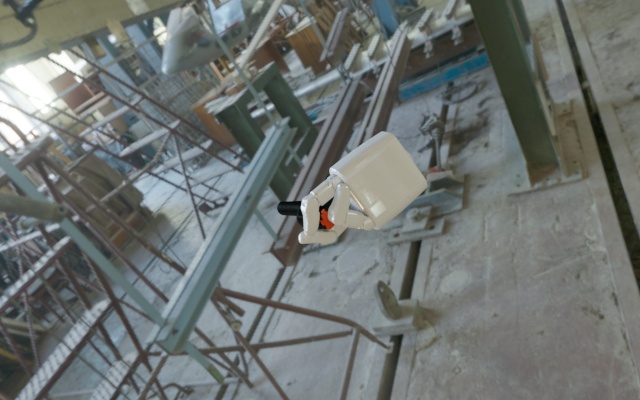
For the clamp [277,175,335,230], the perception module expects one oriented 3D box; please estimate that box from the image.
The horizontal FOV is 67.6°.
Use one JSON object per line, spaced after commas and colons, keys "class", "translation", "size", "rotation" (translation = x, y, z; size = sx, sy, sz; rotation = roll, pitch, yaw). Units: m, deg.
{"class": "clamp", "translation": [0.000, 0.002, 0.797], "size": [0.120, 0.039, 0.171], "rotation": [-38, 24, -10]}
